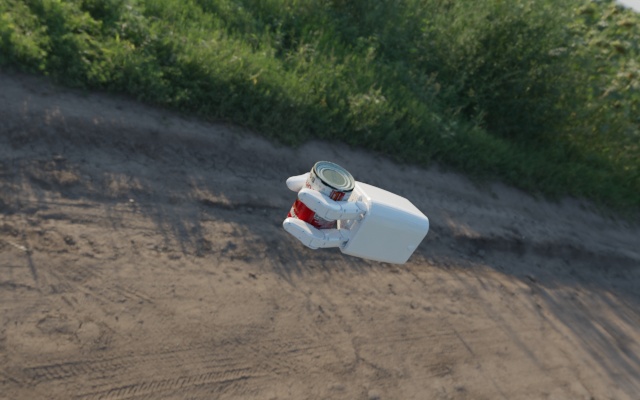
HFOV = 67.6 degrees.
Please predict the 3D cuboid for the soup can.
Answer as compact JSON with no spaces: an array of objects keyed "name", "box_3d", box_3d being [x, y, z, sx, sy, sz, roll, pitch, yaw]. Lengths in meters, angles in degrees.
[{"name":"soup can","box_3d":[0.000,0.002,0.701,0.068,0.102,0.068,20,33,-14]}]
